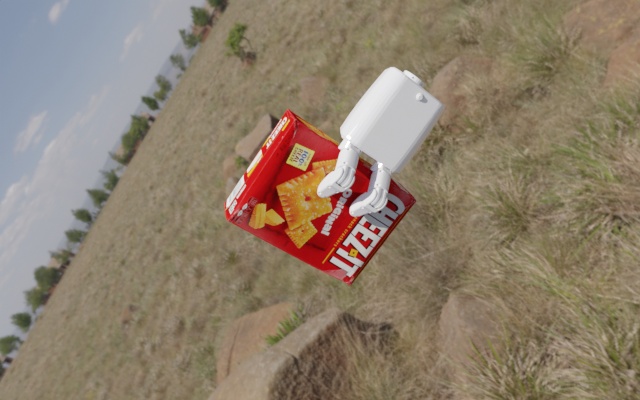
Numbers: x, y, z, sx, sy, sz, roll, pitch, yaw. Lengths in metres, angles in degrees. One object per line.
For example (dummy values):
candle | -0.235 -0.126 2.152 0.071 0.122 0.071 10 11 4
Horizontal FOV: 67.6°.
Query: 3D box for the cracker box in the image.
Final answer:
cracker box | 0.000 0.002 0.666 0.214 0.164 0.072 31 13 -22
